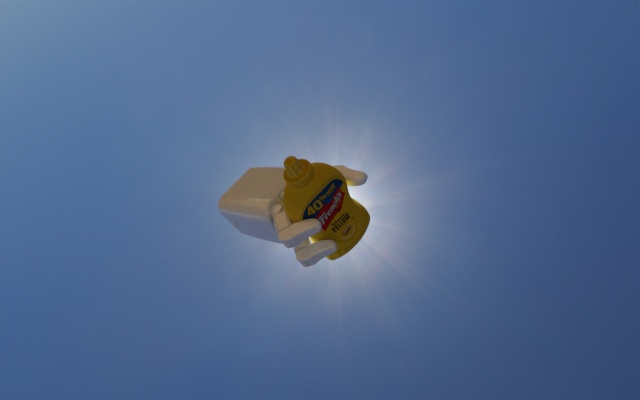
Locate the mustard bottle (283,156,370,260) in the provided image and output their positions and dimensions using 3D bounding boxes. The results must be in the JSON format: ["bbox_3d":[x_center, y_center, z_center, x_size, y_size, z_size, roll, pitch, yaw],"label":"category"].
[{"bbox_3d":[0.000,0.002,0.678,0.058,0.096,0.192,36,-11,44],"label":"mustard bottle"}]
